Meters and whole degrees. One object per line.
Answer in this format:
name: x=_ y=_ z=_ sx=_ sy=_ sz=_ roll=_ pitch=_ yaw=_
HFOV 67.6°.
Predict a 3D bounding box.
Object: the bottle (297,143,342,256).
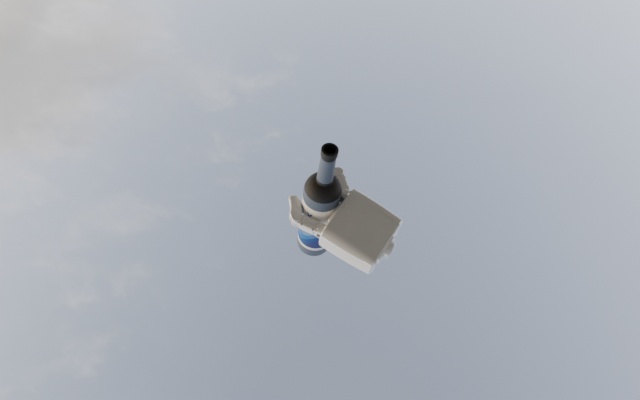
bottle: x=0.000 y=0.003 z=0.857 sx=0.069 sy=0.069 sz=0.296 roll=0 pitch=-34 yaw=-7
